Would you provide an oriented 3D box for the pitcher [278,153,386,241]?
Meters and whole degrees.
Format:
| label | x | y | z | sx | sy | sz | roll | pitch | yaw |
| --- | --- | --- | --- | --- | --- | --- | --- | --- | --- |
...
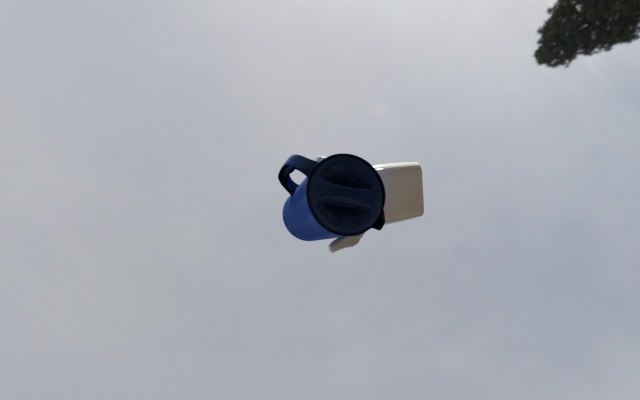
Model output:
| label | x | y | z | sx | sy | sz | roll | pitch | yaw |
| --- | --- | --- | --- | --- | --- | --- | --- | --- | --- |
| pitcher | 0.000 | 0.003 | 0.854 | 0.145 | 0.149 | 0.243 | -10 | -7 | -19 |
